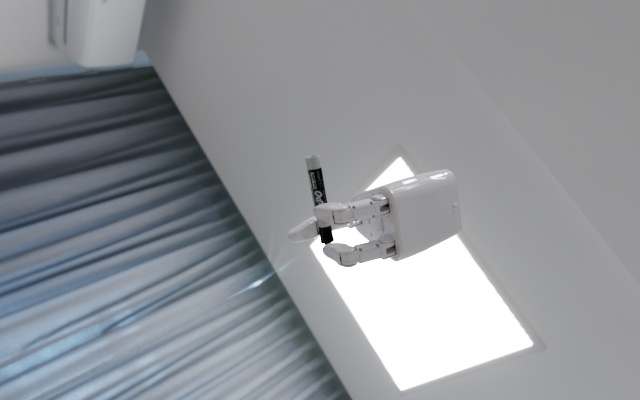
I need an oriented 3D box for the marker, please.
[{"bbox_3d":[0.000,0.002,0.614,0.020,0.121,0.020,-10,14,2],"label":"marker"}]
